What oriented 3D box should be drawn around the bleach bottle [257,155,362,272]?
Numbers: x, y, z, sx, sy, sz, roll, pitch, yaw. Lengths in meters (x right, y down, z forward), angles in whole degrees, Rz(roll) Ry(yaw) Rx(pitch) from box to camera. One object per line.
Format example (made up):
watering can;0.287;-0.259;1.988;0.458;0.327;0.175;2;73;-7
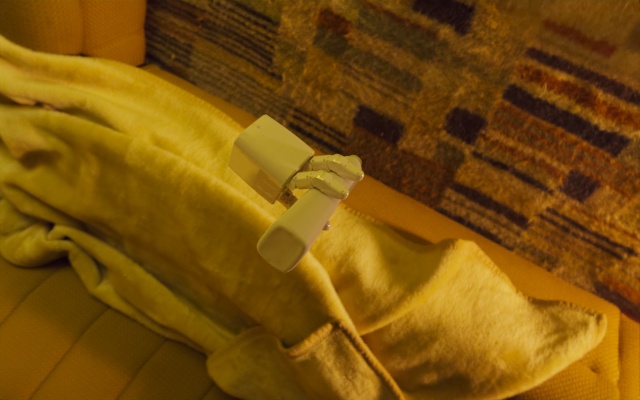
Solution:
bleach bottle;0.000;0.003;0.782;0.250;0.068;0.103;-50;0;-45
